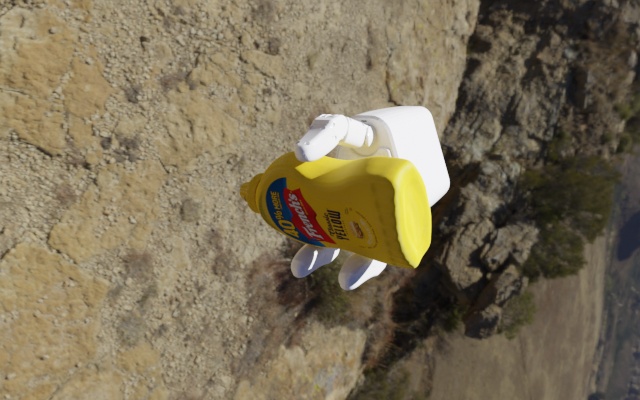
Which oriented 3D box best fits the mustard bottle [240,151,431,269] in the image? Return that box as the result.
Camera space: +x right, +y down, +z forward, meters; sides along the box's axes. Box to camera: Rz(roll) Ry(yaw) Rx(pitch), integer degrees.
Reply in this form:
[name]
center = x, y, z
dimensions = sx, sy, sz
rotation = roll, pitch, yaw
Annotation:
[mustard bottle]
center = 0.000, 0.002, 0.435
dimensions = 0.191, 0.096, 0.058
rotation = 9, 45, 36
